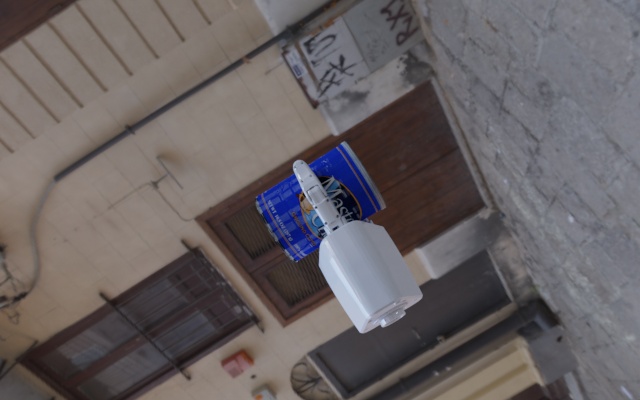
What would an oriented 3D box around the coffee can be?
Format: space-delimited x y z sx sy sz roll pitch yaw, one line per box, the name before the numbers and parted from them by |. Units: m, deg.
coffee can | 0.000 0.002 0.631 0.140 0.103 0.103 -32 -2 3
